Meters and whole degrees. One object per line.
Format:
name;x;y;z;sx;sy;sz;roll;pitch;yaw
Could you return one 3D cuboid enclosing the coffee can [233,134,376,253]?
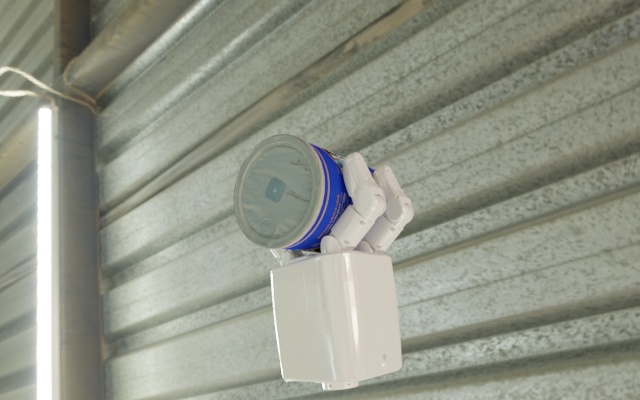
coffee can;0.000;0.001;0.474;0.103;0.103;0.140;0;-9;37
